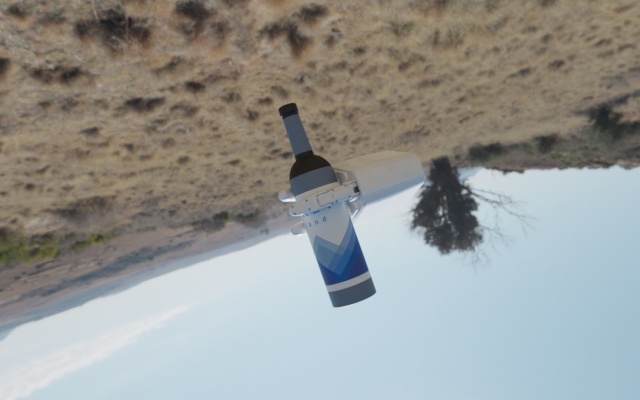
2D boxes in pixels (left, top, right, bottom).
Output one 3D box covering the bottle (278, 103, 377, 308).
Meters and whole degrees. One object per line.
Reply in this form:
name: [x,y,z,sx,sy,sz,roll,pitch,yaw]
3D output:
bottle: [0.000,0.003,0.686,0.069,0.295,0.069,-19,-2,-1]
